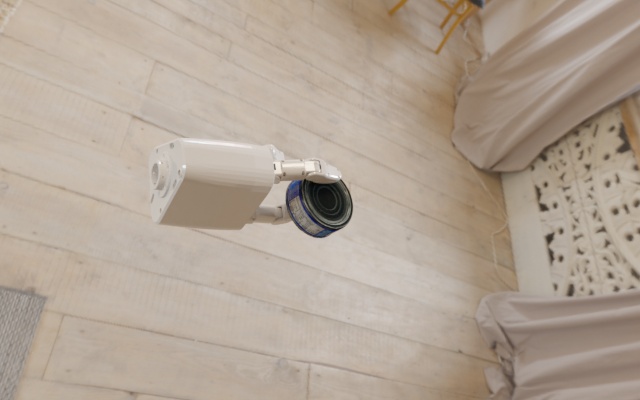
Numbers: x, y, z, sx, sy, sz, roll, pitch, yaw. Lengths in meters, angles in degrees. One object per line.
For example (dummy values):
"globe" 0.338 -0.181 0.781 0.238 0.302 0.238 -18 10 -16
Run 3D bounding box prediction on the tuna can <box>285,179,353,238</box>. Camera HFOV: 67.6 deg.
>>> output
"tuna can" 0.001 0.002 0.601 0.086 0.086 0.034 0 -22 -42
